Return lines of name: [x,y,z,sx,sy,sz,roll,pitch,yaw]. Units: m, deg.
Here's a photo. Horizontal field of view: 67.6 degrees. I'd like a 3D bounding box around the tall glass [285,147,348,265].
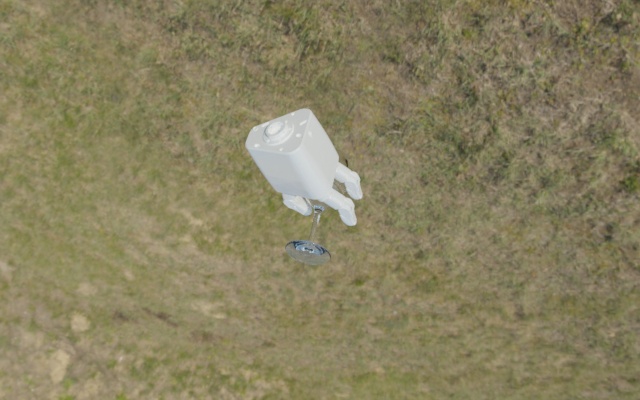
tall glass: [0.000,0.003,0.808,0.079,0.201,0.079,10,-34,7]
